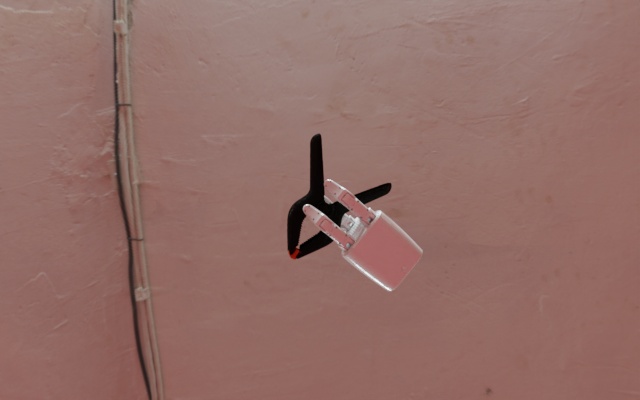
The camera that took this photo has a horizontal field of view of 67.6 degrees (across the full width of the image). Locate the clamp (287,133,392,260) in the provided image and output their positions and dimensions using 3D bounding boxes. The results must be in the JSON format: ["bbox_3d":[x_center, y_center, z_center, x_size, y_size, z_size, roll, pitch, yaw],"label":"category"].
[{"bbox_3d":[0.000,0.003,0.818,0.164,0.210,0.036,40,-2,-11],"label":"clamp"}]
